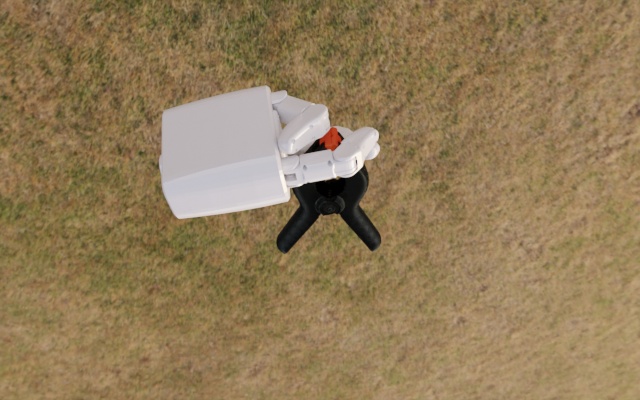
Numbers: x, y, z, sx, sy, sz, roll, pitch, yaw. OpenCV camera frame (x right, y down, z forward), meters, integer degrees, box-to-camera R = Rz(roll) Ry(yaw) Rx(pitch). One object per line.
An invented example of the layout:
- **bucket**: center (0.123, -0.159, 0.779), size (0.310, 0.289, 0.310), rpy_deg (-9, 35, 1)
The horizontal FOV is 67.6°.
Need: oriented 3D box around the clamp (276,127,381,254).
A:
- **clamp**: center (0.000, 0.002, 0.507), size (0.120, 0.172, 0.039), rpy_deg (-12, 42, 0)
